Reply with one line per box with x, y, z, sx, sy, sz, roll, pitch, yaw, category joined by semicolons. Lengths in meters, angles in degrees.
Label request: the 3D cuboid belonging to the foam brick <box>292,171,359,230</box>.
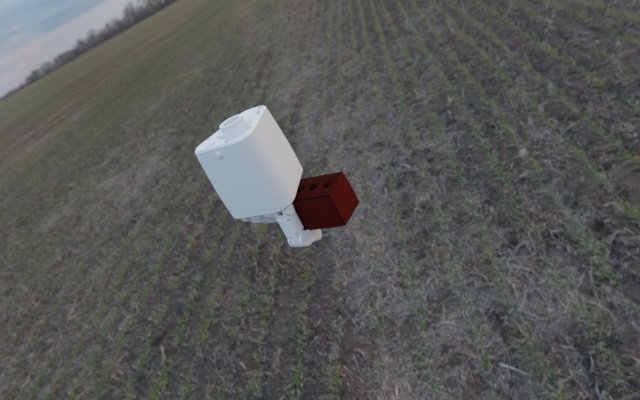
0.000;0.002;0.627;0.078;0.051;0.053;-9;32;33;foam brick
